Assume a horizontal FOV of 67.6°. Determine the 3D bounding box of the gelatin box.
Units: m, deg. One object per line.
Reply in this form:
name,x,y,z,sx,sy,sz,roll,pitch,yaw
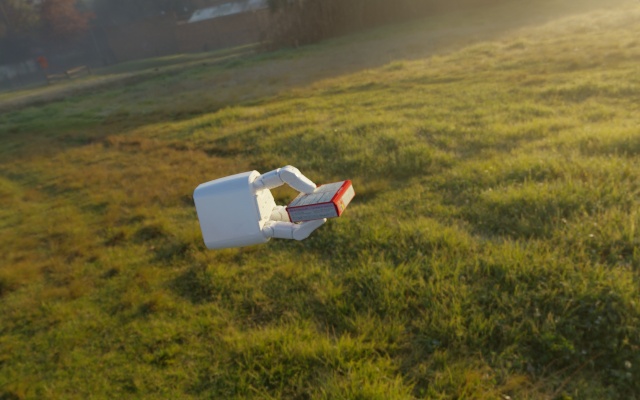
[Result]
gelatin box,0.000,0.002,0.745,0.089,0.030,0.073,-9,23,29
